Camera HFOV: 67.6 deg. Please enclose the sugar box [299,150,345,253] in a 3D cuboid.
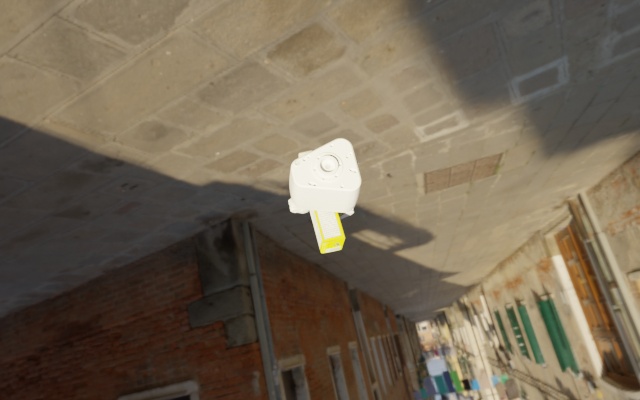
[{"bbox_3d":[0.001,0.003,0.885,0.048,0.176,0.093,-11,-17,-6],"label":"sugar box"}]
